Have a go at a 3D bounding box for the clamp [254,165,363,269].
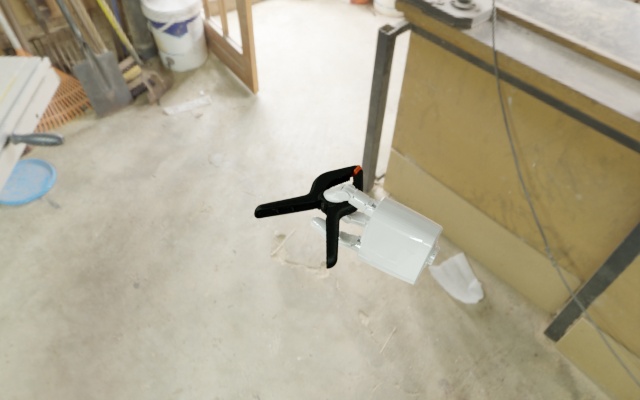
[{"bbox_3d":[0.001,0.002,0.822,0.164,0.210,0.036,29,-35,13],"label":"clamp"}]
